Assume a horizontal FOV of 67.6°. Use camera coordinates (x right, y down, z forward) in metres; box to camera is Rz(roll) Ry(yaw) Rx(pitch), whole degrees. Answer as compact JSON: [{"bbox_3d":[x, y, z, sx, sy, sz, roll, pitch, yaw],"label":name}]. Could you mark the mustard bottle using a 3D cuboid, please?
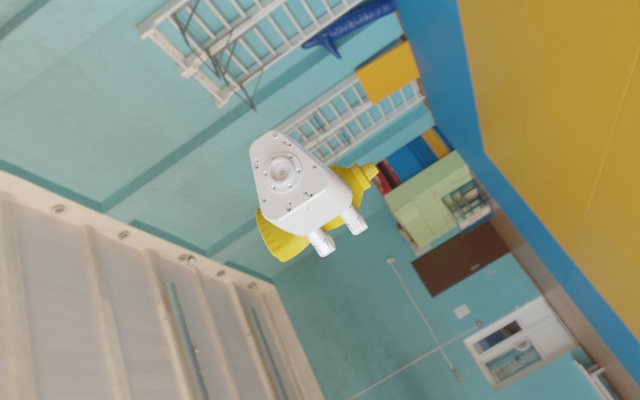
[{"bbox_3d":[0.000,0.003,0.702,0.191,0.096,0.058,-33,-42,8],"label":"mustard bottle"}]
